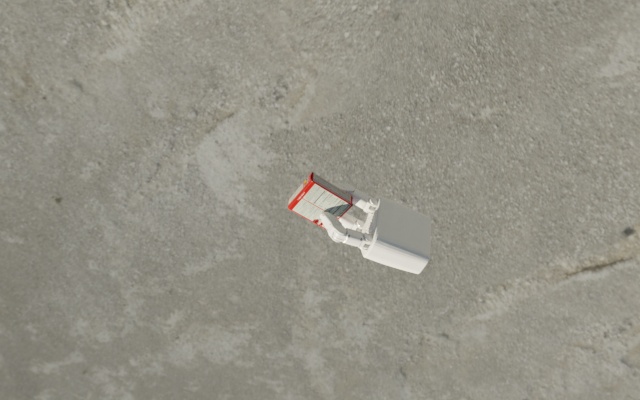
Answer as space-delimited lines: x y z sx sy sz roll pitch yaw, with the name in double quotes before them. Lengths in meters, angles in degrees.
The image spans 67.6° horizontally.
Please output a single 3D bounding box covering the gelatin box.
"gelatin box" 0.000 0.003 0.822 0.089 0.073 0.030 30 33 -21
